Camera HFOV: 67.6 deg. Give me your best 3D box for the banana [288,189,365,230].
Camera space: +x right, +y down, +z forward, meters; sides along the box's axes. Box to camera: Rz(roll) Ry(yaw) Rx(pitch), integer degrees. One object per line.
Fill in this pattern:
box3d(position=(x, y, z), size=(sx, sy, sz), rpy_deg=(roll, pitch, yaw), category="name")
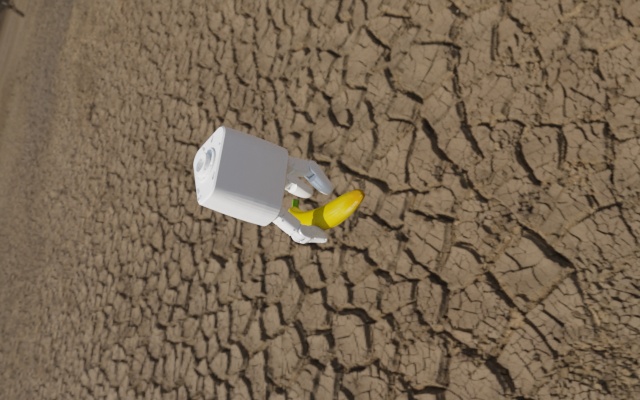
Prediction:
box3d(position=(-0.006, 0.020, 0.756), size=(0.037, 0.069, 0.198), rpy_deg=(24, -17, -32), category="banana")
